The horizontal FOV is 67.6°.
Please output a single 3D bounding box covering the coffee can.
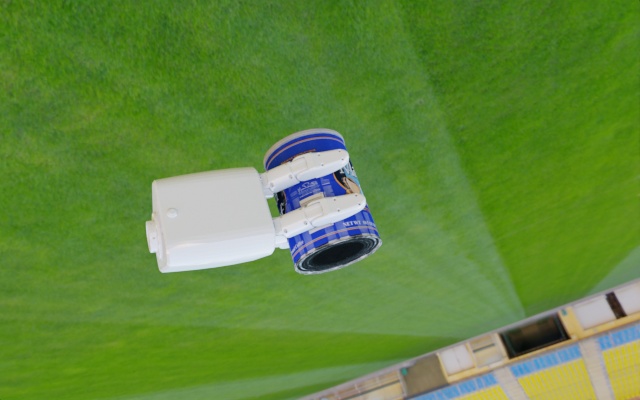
[{"bbox_3d":[0.000,0.002,0.560,0.103,0.140,0.103,-16,-23,-7],"label":"coffee can"}]
